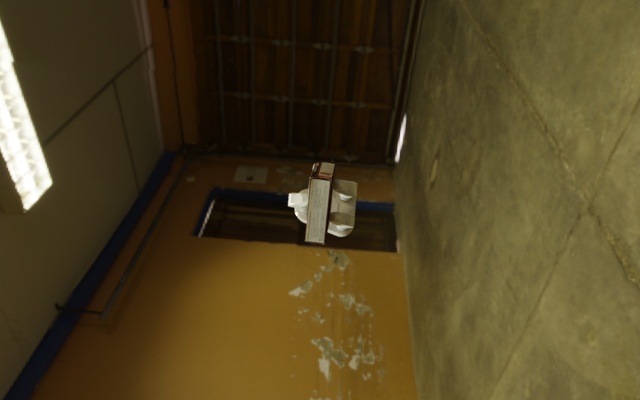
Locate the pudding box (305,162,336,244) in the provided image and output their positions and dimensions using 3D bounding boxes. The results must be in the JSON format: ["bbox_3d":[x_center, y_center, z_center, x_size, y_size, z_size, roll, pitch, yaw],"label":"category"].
[{"bbox_3d":[0.000,0.003,0.782,0.039,0.113,0.090,4,21,3],"label":"pudding box"}]
